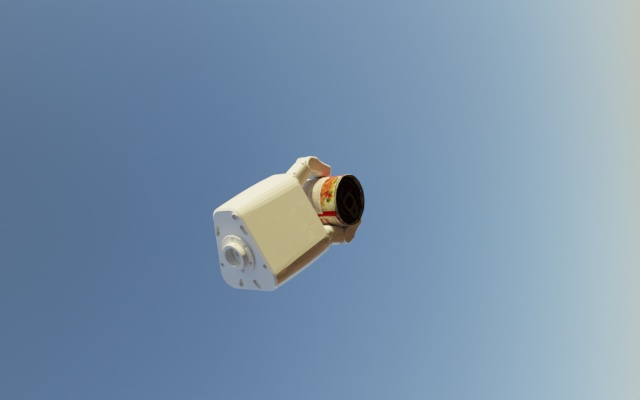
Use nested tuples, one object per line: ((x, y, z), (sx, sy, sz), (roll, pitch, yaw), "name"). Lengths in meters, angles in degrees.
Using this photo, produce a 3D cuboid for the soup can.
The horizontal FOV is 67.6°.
((0.000, 0.002, 0.658), (0.102, 0.068, 0.068), (-4, -3, 38), "soup can")
